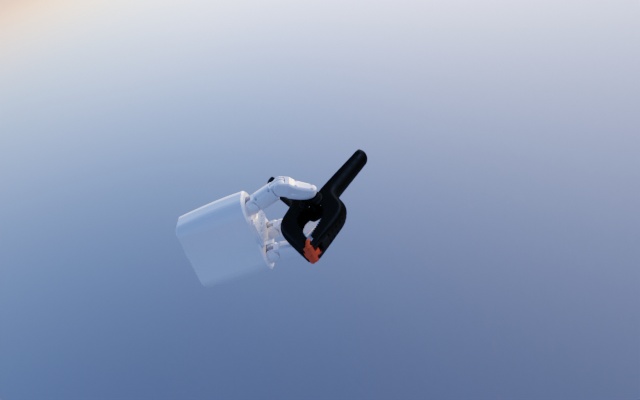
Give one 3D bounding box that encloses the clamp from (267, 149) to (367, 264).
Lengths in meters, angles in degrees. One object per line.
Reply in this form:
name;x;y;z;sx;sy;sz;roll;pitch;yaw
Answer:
clamp;0.000;0.002;0.675;0.164;0.036;0.209;-21;34;9
